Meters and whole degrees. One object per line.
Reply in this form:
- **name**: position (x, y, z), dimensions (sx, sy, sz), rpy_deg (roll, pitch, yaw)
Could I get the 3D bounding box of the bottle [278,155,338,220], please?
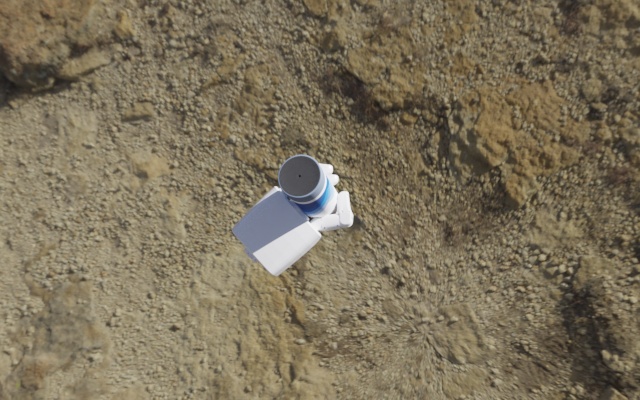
- **bottle**: position (0.000, 0.003, 0.829), dimensions (0.069, 0.069, 0.296), rpy_deg (0, -15, 12)
